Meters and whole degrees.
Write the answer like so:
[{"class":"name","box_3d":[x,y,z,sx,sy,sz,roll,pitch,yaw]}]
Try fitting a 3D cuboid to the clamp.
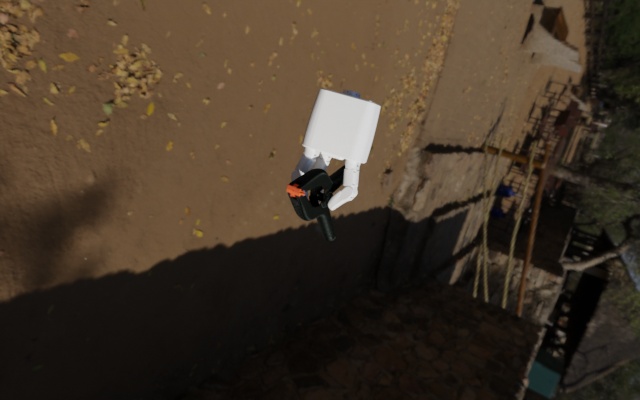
[{"class":"clamp","box_3d":[0.001,0.003,0.869,0.036,0.164,0.210,19,10,27]}]
